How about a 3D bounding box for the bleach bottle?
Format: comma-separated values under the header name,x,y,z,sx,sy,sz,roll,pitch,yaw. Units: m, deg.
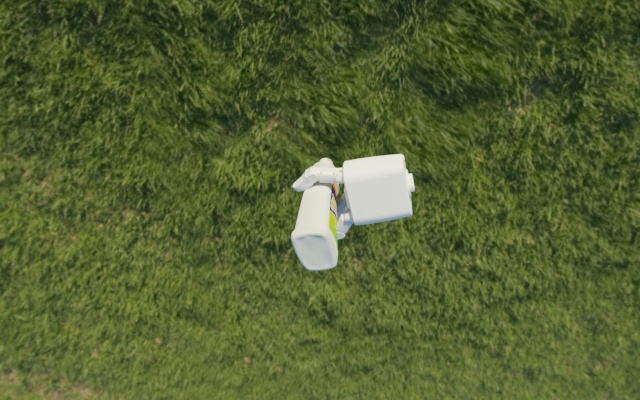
name,x,y,z,sx,sy,sz,roll,pitch,yaw
bleach bottle,0.000,0.003,0.877,0.068,0.103,0.250,-7,41,12
